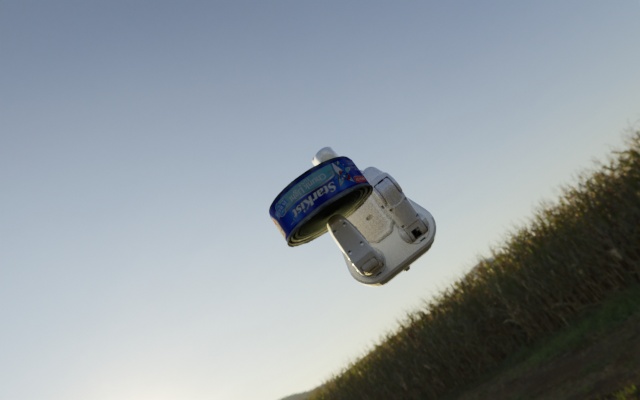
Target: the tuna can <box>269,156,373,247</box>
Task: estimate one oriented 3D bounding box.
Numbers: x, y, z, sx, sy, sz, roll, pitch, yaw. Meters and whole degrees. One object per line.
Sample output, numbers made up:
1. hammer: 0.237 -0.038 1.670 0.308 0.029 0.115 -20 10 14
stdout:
1. tuna can: 0.000 0.001 0.402 0.086 0.033 0.086 -32 -15 -10
